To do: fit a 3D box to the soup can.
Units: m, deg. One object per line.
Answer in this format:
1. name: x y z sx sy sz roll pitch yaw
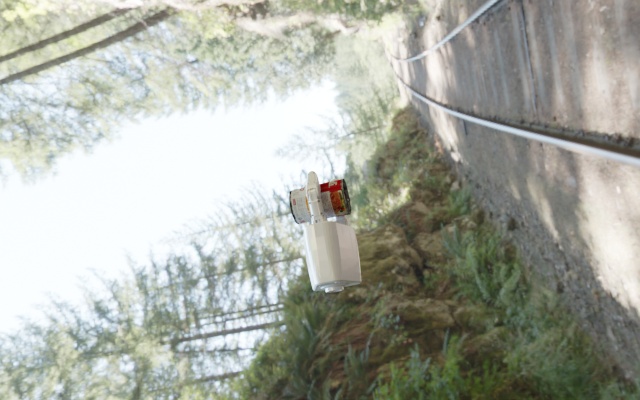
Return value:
1. soup can: 0.000 0.002 0.881 0.102 0.068 0.068 -12 -2 10
